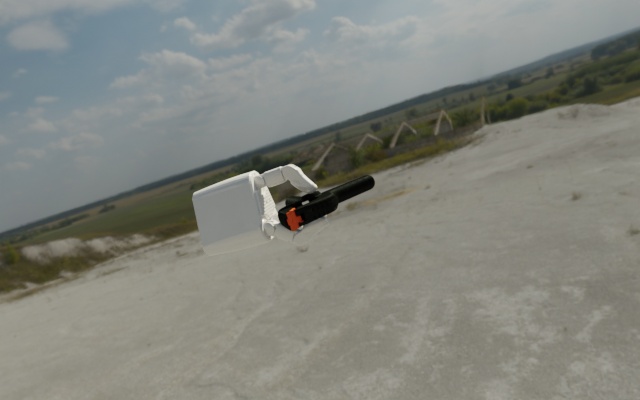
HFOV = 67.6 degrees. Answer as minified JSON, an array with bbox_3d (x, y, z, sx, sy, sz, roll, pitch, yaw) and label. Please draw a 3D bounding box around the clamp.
[{"bbox_3d":[0.000,0.002,0.742,0.164,0.036,0.210,-17,7,13],"label":"clamp"}]
